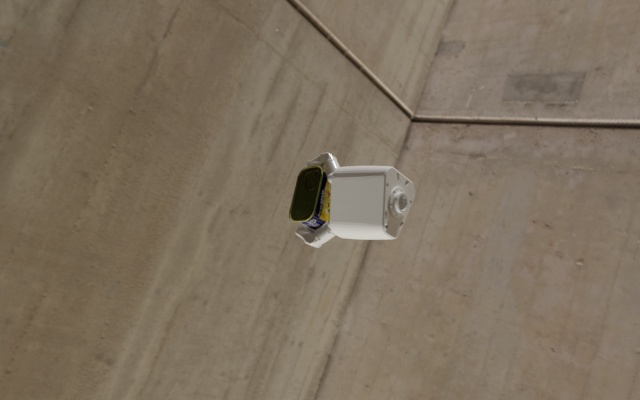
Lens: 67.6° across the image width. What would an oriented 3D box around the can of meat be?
[{"bbox_3d":[0.000,0.003,0.838,0.057,0.102,0.084,-4,-24,41],"label":"can of meat"}]
